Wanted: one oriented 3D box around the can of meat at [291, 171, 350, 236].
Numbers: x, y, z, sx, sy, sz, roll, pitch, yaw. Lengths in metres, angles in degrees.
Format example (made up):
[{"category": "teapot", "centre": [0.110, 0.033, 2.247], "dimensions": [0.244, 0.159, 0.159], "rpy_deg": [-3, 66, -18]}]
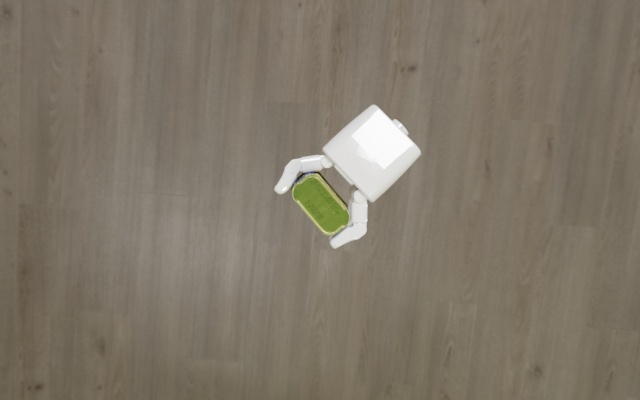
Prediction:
[{"category": "can of meat", "centre": [0.000, 0.002, 0.738], "dimensions": [0.057, 0.102, 0.084], "rpy_deg": [-40, 6, 3]}]
